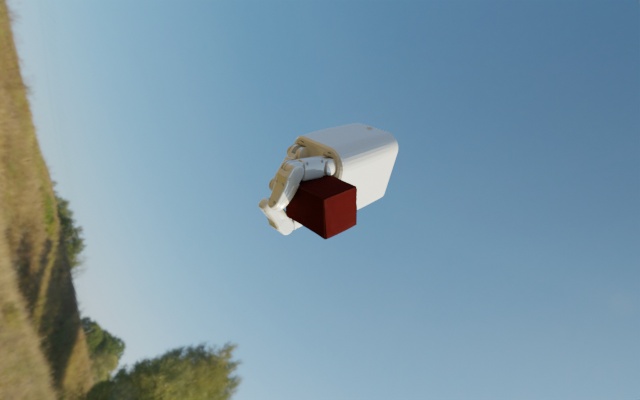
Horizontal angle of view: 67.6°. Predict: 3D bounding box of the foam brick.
[{"bbox_3d":[0.000,0.002,0.567,0.051,0.053,0.078,-20,32,-34],"label":"foam brick"}]
